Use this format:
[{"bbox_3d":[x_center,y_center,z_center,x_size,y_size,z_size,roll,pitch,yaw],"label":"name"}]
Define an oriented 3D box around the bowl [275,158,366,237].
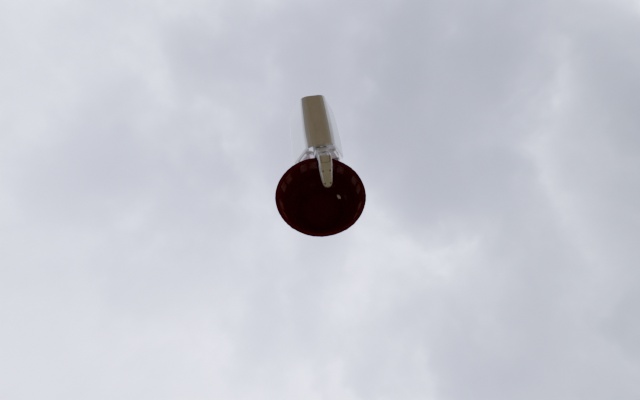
[{"bbox_3d":[0.000,0.004,0.867,0.162,0.162,0.055,0,-29,0],"label":"bowl"}]
